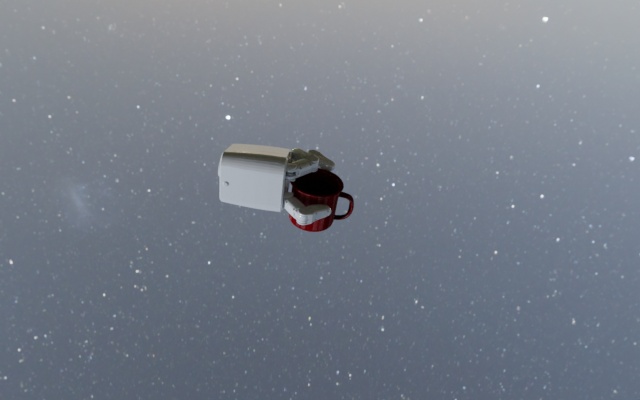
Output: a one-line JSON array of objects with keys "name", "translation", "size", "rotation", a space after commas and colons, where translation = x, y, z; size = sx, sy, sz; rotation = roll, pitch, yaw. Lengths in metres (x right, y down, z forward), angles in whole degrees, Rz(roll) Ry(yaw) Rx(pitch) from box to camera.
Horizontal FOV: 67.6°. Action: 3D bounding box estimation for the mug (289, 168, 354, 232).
[{"name": "mug", "translation": [0.002, 0.003, 0.835], "size": [0.117, 0.082, 0.093], "rotation": [11, 34, 1]}]
